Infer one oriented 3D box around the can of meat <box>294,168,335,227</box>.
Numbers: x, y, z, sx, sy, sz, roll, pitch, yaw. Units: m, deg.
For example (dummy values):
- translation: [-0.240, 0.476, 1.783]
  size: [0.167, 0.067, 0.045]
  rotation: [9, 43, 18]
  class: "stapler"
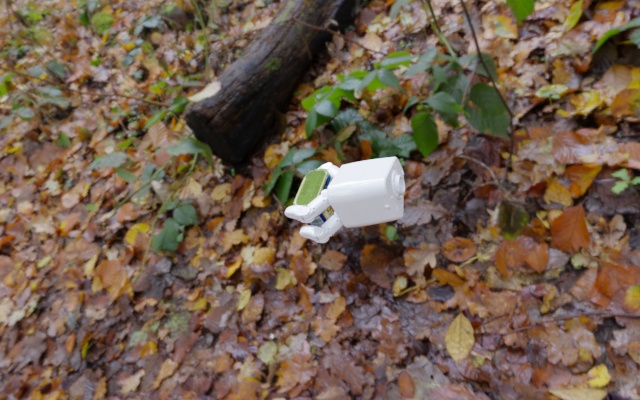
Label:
- translation: [0.000, 0.003, 0.895]
  size: [0.057, 0.102, 0.084]
  rotation: [-6, -44, 30]
  class: "can of meat"
